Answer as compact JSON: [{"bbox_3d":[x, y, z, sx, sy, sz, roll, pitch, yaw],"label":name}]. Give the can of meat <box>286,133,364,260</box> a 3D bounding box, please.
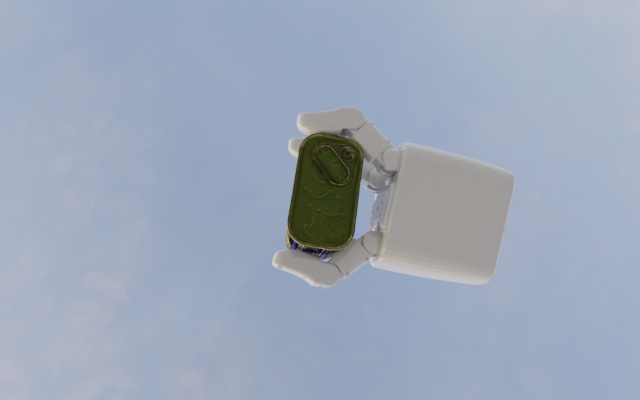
[{"bbox_3d":[0.000,0.002,0.444,0.057,0.102,0.084,9,-16,-5],"label":"can of meat"}]
